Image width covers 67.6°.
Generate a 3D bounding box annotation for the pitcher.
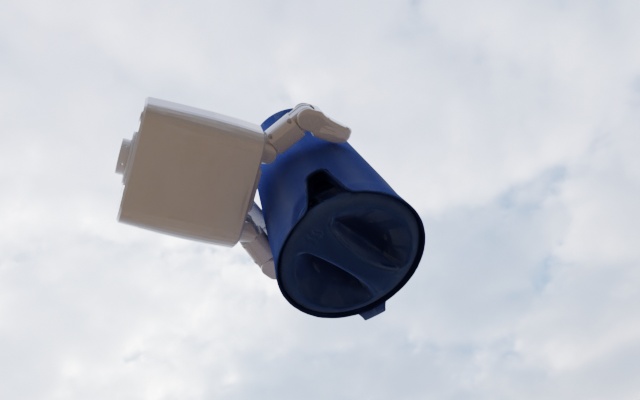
[{"bbox_3d":[0.000,0.002,0.501,0.145,0.149,0.242,14,25,-24],"label":"pitcher"}]
